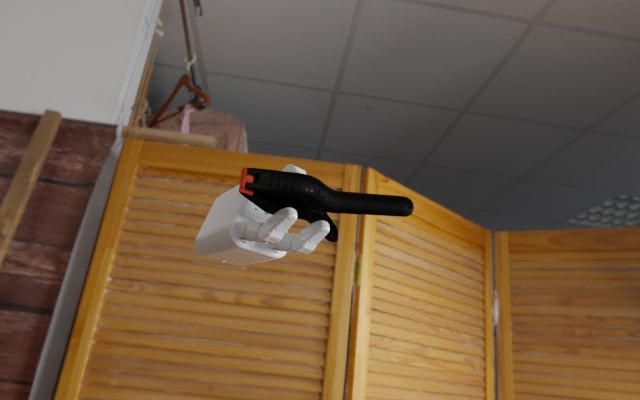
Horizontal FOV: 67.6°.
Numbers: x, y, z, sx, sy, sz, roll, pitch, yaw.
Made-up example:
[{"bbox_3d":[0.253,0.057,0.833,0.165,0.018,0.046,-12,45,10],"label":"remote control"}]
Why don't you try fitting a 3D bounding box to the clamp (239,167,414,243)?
[{"bbox_3d":[0.000,0.001,0.596,0.210,0.036,0.164,23,-31,-38],"label":"clamp"}]
